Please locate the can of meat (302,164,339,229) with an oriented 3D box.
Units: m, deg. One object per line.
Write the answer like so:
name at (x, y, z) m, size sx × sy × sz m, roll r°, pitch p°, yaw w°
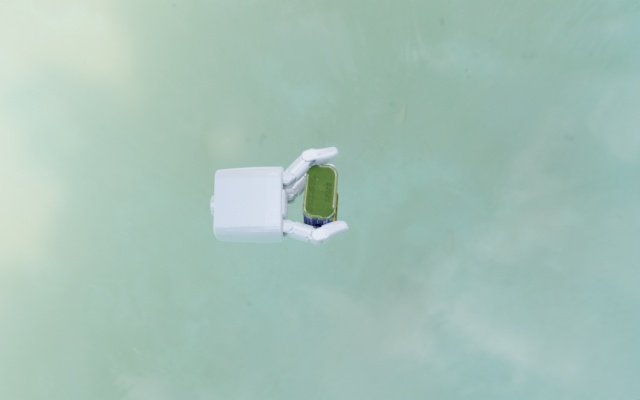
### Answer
can of meat at (0.000, 0.003, 0.781) m, size 0.057 × 0.102 × 0.084 m, roll 3°, pitch -27°, yaw 3°
